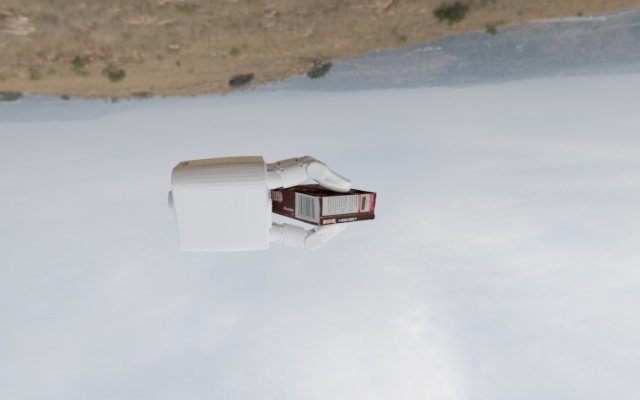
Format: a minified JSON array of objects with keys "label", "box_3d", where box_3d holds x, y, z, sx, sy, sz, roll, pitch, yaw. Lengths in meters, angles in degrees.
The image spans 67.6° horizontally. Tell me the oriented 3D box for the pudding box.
[{"label":"pudding box","box_3d":[0.000,0.002,0.600,0.090,0.039,0.113,-6,13,-37]}]
